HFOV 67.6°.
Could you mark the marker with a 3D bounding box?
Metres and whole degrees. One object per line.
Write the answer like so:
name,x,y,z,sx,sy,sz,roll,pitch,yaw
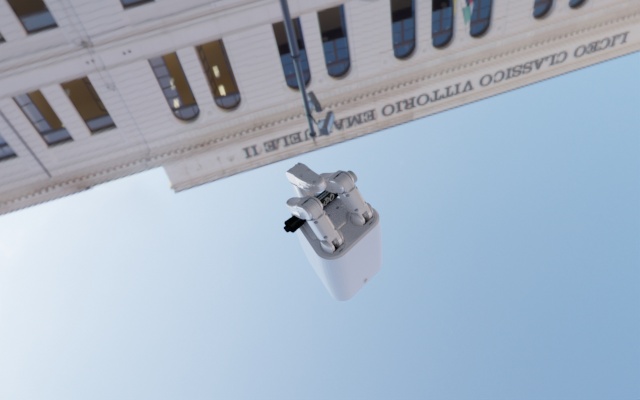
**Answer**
marker,0.000,0.002,0.617,0.121,0.020,0.020,-39,17,-23
